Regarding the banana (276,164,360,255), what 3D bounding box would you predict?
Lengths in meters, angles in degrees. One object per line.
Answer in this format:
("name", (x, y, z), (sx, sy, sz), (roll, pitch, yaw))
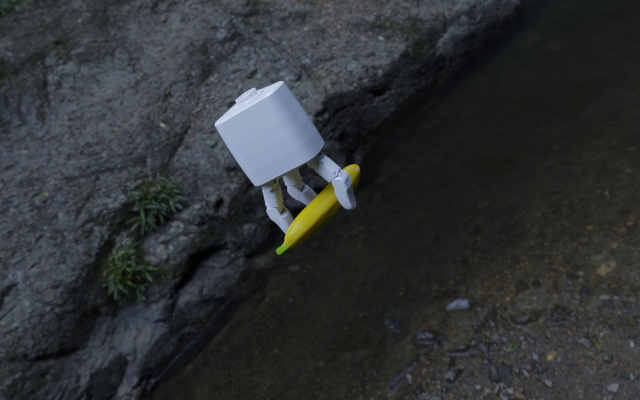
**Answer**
("banana", (0.007, 0.003, 0.718), (0.197, 0.037, 0.069), (-45, 16, -23))
